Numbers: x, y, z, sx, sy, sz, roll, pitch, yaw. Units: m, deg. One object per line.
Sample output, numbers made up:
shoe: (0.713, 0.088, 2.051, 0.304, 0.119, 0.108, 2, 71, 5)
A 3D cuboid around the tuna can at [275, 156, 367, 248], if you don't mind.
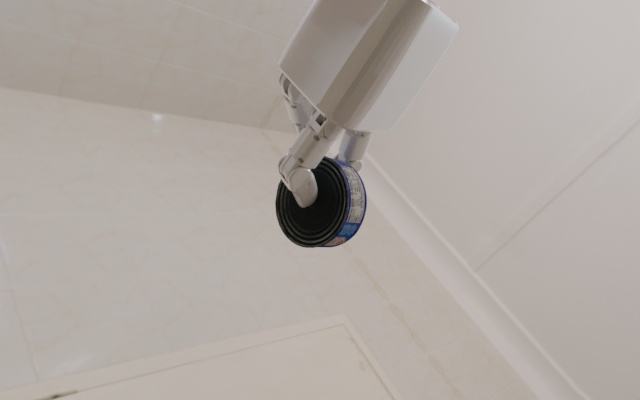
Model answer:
tuna can: (0.000, 0.002, 0.446, 0.086, 0.086, 0.034, 0, -5, 38)
